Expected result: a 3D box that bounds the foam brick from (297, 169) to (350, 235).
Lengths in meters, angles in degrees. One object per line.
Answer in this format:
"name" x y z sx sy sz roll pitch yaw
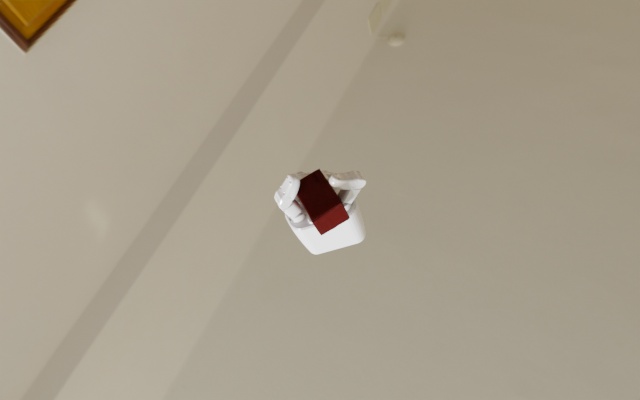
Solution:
"foam brick" 0.000 0.003 0.720 0.053 0.078 0.051 -31 -35 -1
